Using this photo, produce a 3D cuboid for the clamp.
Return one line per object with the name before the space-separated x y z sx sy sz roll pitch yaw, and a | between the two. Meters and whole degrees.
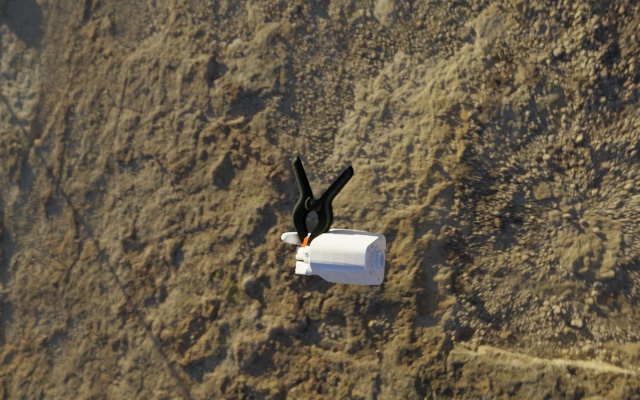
clamp | 0.000 0.003 0.888 0.120 0.171 0.039 2 -1 23
